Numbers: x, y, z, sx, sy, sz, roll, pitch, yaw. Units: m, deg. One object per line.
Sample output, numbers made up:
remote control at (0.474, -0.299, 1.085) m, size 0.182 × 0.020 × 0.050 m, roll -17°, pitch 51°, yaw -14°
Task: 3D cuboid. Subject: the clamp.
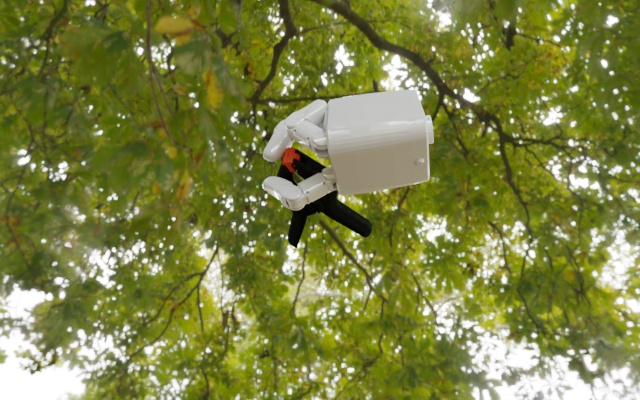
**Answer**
clamp at (0.000, 0.001, 0.616) m, size 0.120 × 0.039 × 0.172 m, roll -9°, pitch -42°, yaw 7°
